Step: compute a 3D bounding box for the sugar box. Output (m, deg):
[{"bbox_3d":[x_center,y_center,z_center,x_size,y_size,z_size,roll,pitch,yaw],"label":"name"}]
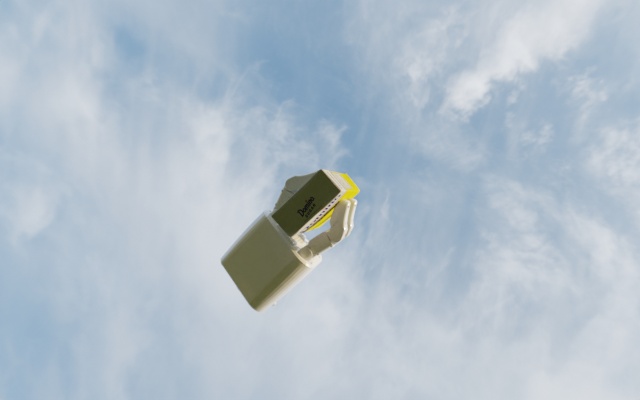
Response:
[{"bbox_3d":[0.000,0.003,0.684,0.093,0.048,0.176,-43,-5,11],"label":"sugar box"}]
